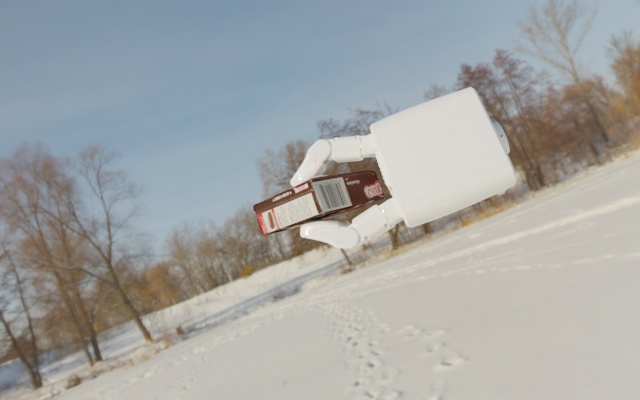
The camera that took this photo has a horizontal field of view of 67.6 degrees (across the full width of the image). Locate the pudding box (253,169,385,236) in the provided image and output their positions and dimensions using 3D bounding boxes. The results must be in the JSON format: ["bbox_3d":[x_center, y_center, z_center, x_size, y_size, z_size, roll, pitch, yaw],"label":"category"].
[{"bbox_3d":[0.000,0.001,0.505,0.090,0.039,0.113,-23,-9,39],"label":"pudding box"}]
